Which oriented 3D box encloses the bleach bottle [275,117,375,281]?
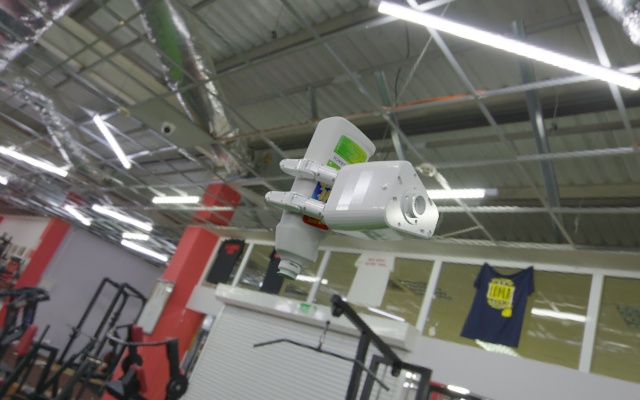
[{"bbox_3d":[0.000,0.002,0.720,0.068,0.250,0.103,-3,-31,47],"label":"bleach bottle"}]
